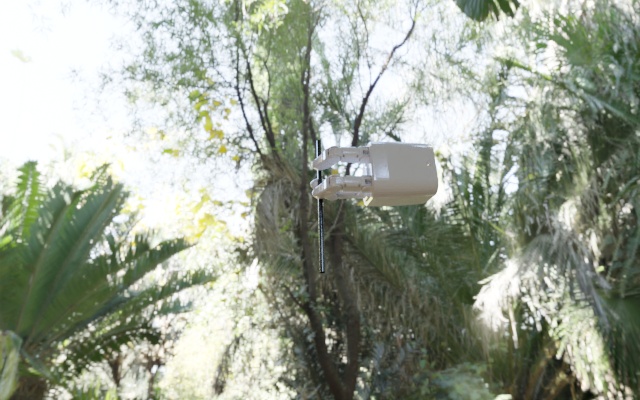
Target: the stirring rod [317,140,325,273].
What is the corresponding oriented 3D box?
[{"bbox_3d":[0.000,0.003,0.779,0.011,0.239,0.011,-1,-28,-1],"label":"stirring rod"}]
